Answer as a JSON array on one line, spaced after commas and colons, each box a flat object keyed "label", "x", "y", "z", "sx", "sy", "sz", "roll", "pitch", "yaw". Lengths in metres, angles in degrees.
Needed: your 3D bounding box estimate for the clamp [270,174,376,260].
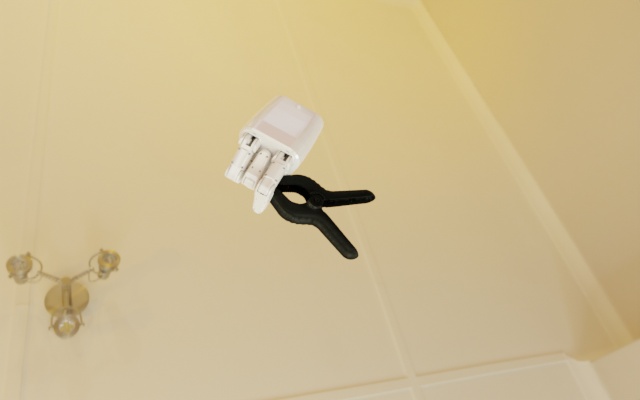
[{"label": "clamp", "x": 0.000, "y": 0.003, "z": 0.709, "sx": 0.171, "sy": 0.120, "sz": 0.039, "roll": 31, "pitch": -40, "yaw": 0}]
